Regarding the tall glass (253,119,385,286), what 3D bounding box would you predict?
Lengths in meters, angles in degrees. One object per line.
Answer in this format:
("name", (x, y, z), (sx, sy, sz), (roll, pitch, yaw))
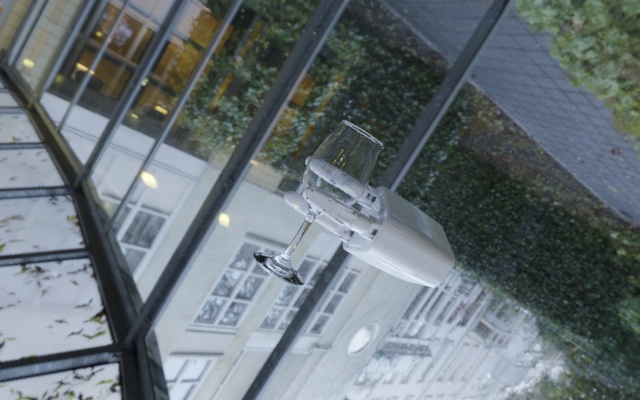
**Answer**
("tall glass", (0.000, 0.002, 0.589), (0.079, 0.201, 0.079), (31, 6, -4))
